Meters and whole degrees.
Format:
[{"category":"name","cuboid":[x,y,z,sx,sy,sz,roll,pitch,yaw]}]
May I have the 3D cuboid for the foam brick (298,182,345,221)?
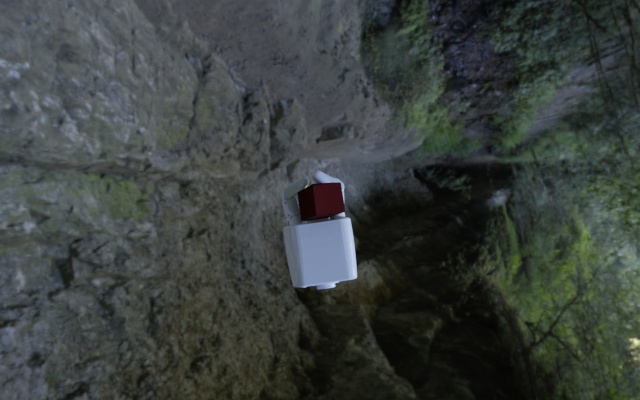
[{"category":"foam brick","cuboid":[0.000,0.002,0.795,0.053,0.051,0.078,-5,-7,-21]}]
